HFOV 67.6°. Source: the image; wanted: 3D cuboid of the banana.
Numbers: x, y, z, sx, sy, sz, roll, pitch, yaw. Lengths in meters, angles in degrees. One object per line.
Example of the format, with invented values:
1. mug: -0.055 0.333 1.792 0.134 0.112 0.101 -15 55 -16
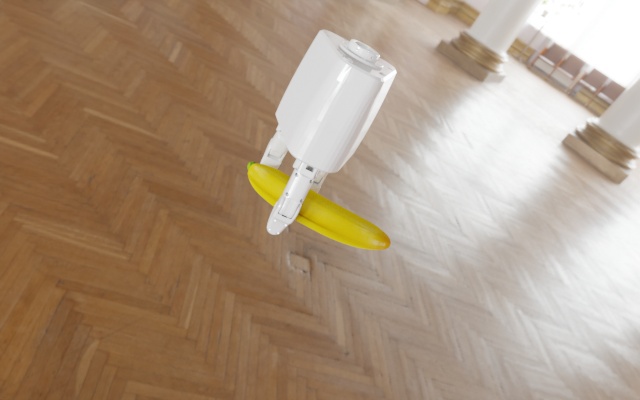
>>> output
1. banana: -0.008 0.005 0.542 0.198 0.037 0.069 32 23 7
